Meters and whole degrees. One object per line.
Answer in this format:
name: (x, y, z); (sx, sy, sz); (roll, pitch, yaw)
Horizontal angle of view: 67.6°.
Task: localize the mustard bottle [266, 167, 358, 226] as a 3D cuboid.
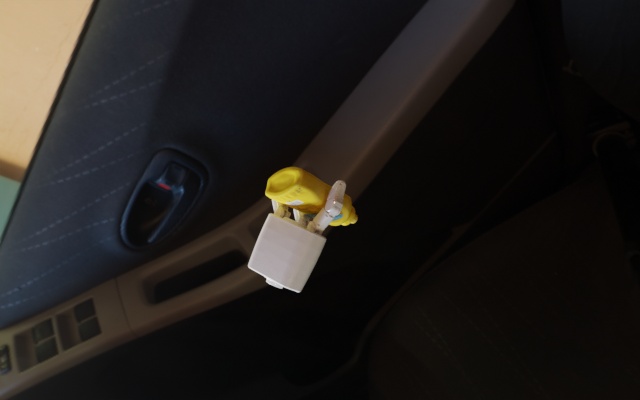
mustard bottle: (0.000, 0.002, 0.872); (0.096, 0.058, 0.192); (-14, -32, 43)
